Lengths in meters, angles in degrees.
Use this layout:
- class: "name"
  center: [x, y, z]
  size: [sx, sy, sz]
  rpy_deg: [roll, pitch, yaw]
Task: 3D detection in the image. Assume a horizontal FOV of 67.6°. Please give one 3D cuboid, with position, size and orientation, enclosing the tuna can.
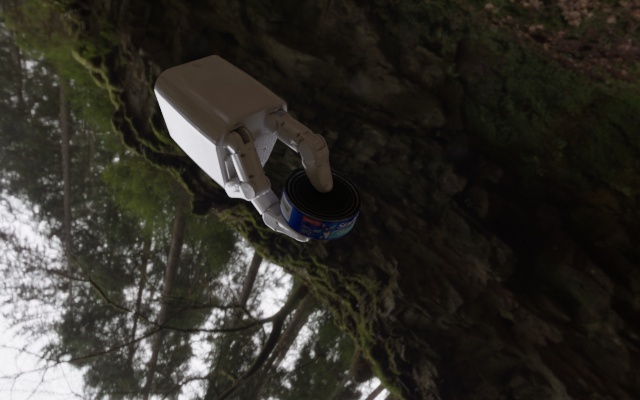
- class: "tuna can"
  center: [0.000, 0.002, 0.512]
  size: [0.086, 0.034, 0.086]
  rpy_deg: [10, 41, -9]
